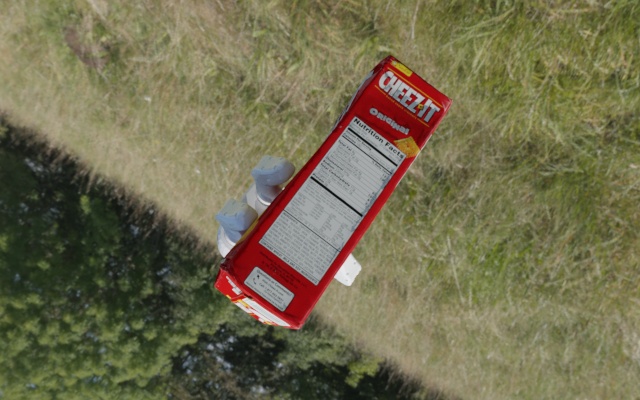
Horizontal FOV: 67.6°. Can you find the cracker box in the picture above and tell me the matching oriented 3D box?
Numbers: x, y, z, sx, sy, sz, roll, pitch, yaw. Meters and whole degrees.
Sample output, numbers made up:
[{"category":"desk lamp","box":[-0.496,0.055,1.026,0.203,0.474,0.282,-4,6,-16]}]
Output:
[{"category":"cracker box","box":[0.000,0.002,0.412,0.072,0.213,0.164,37,-18,-3]}]
